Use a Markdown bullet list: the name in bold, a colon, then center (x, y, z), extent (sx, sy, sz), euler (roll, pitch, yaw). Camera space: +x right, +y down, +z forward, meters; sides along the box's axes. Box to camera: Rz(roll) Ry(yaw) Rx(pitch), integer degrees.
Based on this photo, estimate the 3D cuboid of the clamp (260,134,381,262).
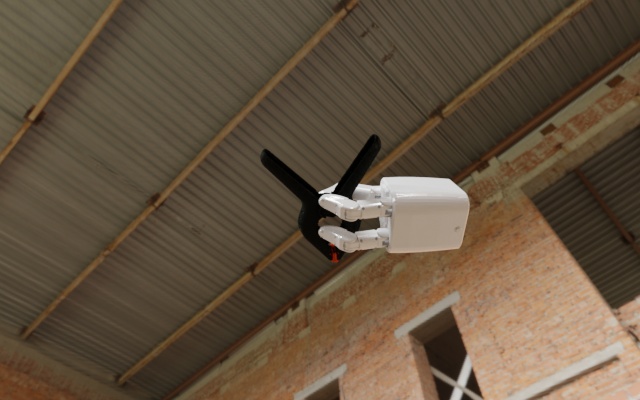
- **clamp**: center (0.000, 0.002, 0.696), extent (0.164, 0.210, 0.036), euler (-1, 33, -2)
